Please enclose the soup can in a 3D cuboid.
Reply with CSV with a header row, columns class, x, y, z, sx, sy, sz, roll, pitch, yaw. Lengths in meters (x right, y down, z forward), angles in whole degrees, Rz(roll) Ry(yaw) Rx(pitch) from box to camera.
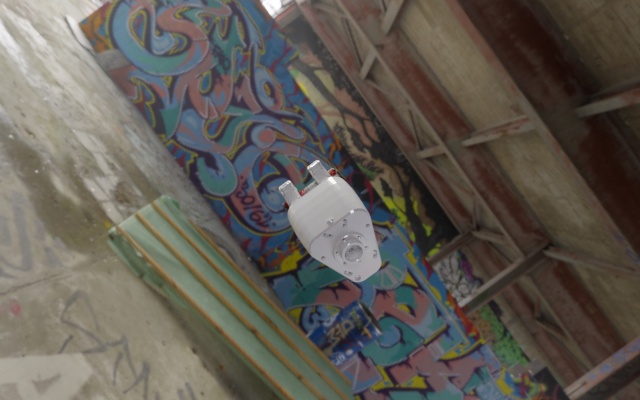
class,x,y,z,sx,sy,sz,roll,pitch,yaw
soup can,0.000,0.002,0.761,0.102,0.068,0.068,-36,-1,1
